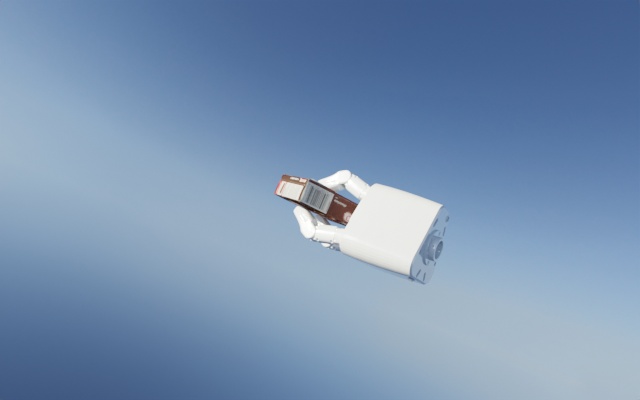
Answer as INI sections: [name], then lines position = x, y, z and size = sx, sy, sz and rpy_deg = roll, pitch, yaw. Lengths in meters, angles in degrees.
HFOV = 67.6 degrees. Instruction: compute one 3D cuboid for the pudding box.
[pudding box]
position = 0.000, 0.002, 0.707
size = 0.113, 0.039, 0.090
rpy_deg = 29, -8, -28
